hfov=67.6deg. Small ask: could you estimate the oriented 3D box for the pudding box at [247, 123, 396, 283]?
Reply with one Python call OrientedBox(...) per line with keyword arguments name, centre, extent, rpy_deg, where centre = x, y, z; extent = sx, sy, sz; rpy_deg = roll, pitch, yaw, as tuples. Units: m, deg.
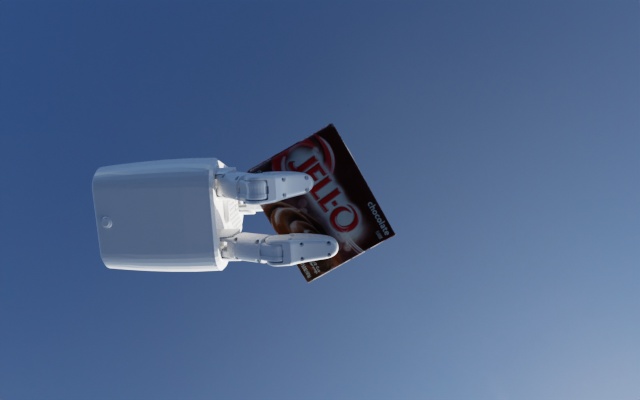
OrientedBox(name="pudding box", centre=(0.000, 0.001, 0.424), extent=(0.090, 0.113, 0.039), rpy_deg=(-30, 8, 8))
